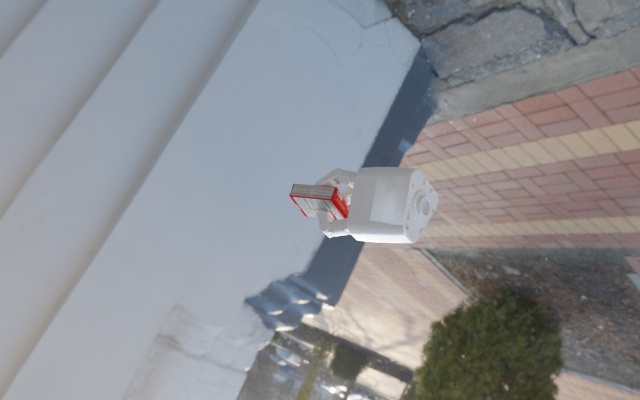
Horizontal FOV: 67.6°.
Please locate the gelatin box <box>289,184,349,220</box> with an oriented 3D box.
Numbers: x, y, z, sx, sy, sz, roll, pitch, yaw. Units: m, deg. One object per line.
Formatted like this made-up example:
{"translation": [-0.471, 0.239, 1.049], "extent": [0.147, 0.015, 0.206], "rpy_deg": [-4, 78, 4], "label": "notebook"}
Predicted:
{"translation": [0.000, 0.003, 0.844], "extent": [0.089, 0.030, 0.073], "rpy_deg": [5, -29, 29], "label": "gelatin box"}
